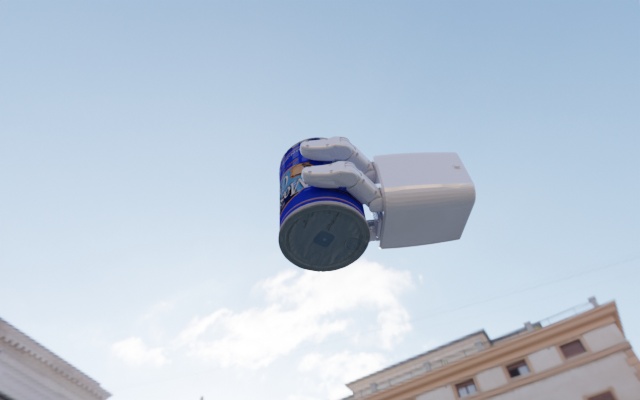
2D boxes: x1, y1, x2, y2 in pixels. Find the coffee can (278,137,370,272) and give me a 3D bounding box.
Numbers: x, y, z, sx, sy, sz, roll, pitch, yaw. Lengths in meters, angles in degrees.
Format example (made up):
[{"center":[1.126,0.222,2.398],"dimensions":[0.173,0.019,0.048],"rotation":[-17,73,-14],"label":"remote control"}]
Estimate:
[{"center":[0.000,0.002,0.585],"dimensions":[0.103,0.103,0.140],"rotation":[0,38,-5],"label":"coffee can"}]
